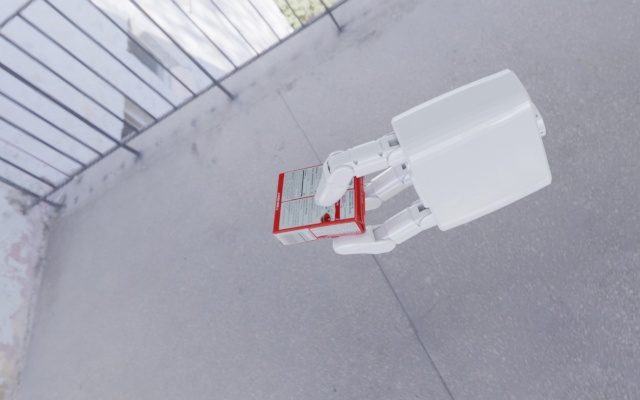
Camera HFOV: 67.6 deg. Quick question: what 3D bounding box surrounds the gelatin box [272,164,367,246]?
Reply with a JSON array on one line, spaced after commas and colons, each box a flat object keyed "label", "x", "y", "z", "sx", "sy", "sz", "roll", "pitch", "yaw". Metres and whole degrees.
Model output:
[{"label": "gelatin box", "x": 0.000, "y": 0.001, "z": 0.473, "sx": 0.089, "sy": 0.073, "sz": 0.030, "roll": -10, "pitch": -35, "yaw": 18}]
